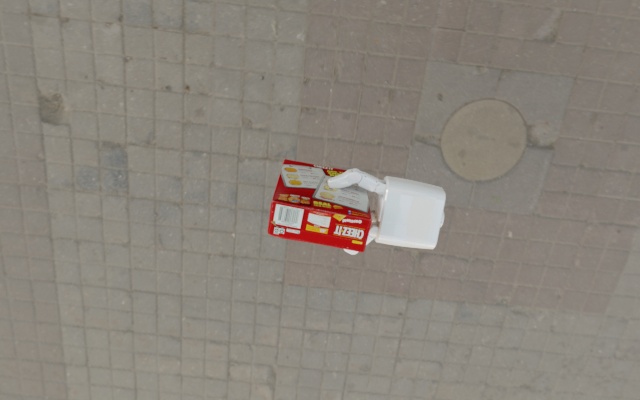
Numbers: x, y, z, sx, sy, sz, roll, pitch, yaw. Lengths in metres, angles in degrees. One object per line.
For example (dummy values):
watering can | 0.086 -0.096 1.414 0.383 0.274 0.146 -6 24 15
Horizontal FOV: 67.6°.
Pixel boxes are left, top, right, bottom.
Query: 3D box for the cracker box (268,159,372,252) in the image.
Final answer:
cracker box | 0.000 0.003 0.856 0.164 0.072 0.213 10 23 -3
